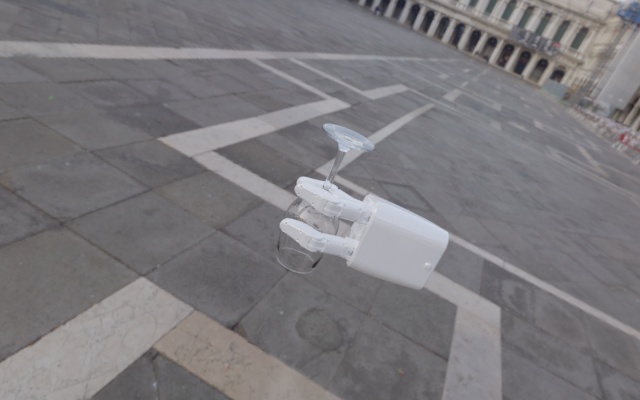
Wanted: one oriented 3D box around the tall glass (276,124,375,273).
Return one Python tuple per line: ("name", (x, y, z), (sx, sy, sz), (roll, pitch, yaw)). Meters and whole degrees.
("tall glass", (0.000, 0.001, 0.652), (0.079, 0.201, 0.079), (20, 23, -9))
